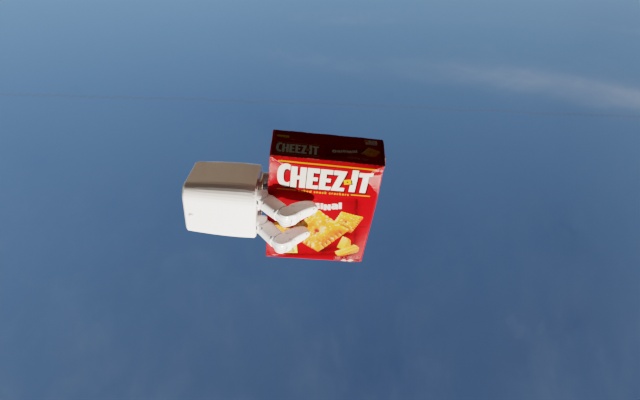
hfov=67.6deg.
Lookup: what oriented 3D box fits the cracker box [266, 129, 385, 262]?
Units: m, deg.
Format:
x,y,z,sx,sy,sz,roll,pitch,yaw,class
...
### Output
x,y,z,sx,sy,sz,roll,pitch,yaw,class
0.000,0.002,0.743,0.164,0.214,0.072,5,44,-4,cracker box
